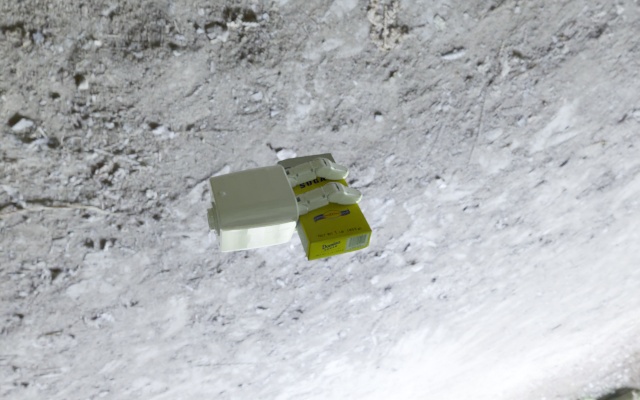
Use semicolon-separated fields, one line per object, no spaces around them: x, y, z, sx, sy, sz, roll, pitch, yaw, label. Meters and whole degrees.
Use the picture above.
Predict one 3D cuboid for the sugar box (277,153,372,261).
0.000;0.002;0.707;0.093;0.176;0.048;-10;-41;-17;sugar box
